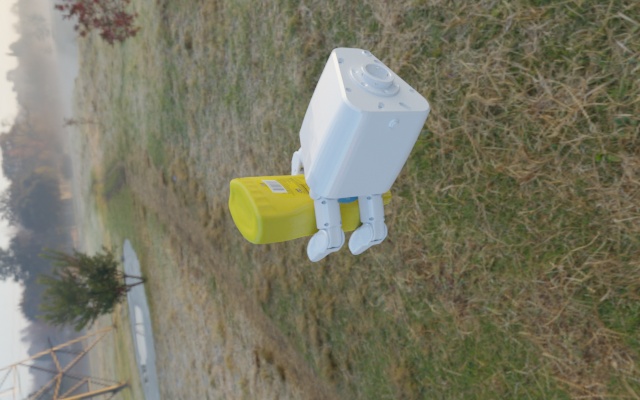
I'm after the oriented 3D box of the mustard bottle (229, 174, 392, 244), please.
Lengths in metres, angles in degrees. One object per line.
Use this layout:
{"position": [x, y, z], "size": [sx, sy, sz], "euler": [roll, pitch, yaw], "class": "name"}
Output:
{"position": [0.000, 0.002, 0.545], "size": [0.191, 0.058, 0.096], "euler": [-6, 27, -29], "class": "mustard bottle"}
